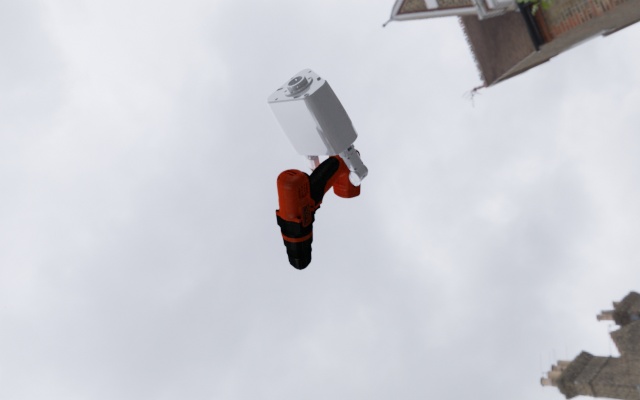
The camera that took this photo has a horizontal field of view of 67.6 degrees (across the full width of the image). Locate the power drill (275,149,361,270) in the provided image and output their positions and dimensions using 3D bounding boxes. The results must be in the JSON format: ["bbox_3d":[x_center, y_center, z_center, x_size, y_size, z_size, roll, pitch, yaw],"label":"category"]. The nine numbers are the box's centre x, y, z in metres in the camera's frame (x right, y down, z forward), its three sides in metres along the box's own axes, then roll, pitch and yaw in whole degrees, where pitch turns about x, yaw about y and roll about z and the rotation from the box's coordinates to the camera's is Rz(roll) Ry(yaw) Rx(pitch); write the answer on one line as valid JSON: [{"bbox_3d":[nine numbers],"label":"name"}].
[{"bbox_3d":[0.000,0.002,0.796,0.057,0.185,0.187,19,40,27],"label":"power drill"}]
